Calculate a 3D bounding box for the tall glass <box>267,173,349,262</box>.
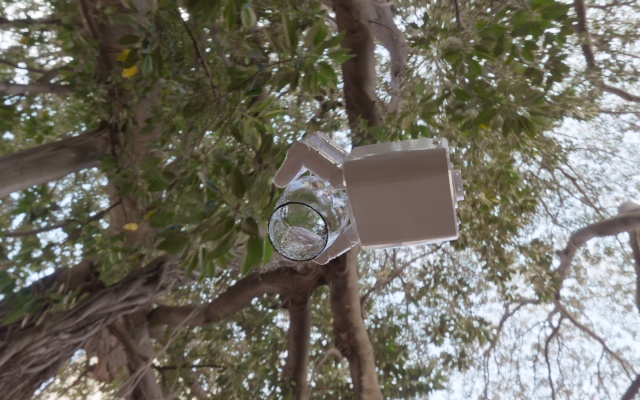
[{"bbox_3d":[0.000,0.002,0.550,0.079,0.079,0.201,0,17,14],"label":"tall glass"}]
